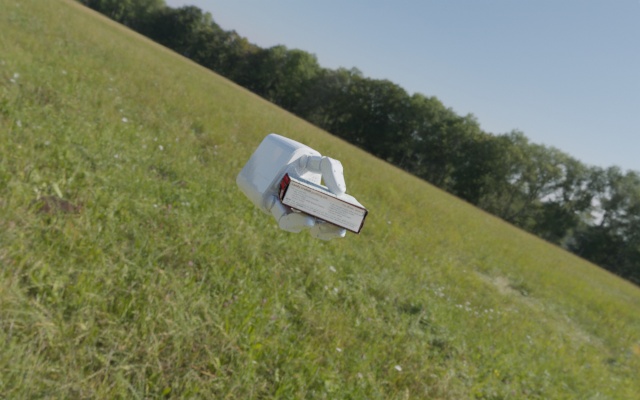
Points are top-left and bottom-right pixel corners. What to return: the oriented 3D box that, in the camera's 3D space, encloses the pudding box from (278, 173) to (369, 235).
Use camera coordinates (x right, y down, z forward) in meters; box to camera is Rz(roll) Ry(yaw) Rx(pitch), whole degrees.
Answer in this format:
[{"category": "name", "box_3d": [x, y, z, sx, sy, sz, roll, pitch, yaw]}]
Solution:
[{"category": "pudding box", "box_3d": [0.000, 0.002, 0.642, 0.113, 0.039, 0.090, 20, 7, -9]}]
